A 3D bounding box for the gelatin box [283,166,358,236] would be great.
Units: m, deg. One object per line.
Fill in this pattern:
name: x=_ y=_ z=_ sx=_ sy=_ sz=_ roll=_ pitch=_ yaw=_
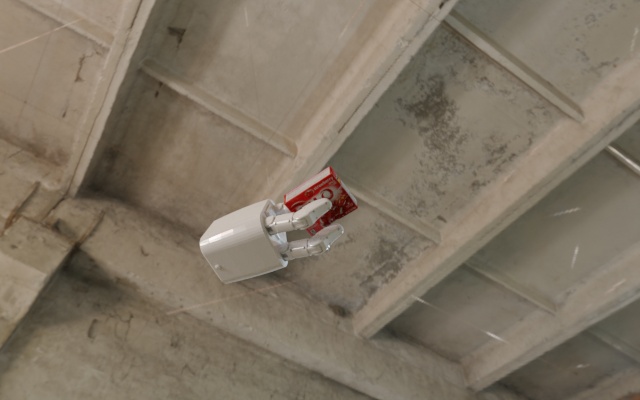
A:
gelatin box: x=0.000 y=0.002 z=0.721 sx=0.089 sy=0.073 sz=0.030 roll=-32 pitch=26 yaw=14
